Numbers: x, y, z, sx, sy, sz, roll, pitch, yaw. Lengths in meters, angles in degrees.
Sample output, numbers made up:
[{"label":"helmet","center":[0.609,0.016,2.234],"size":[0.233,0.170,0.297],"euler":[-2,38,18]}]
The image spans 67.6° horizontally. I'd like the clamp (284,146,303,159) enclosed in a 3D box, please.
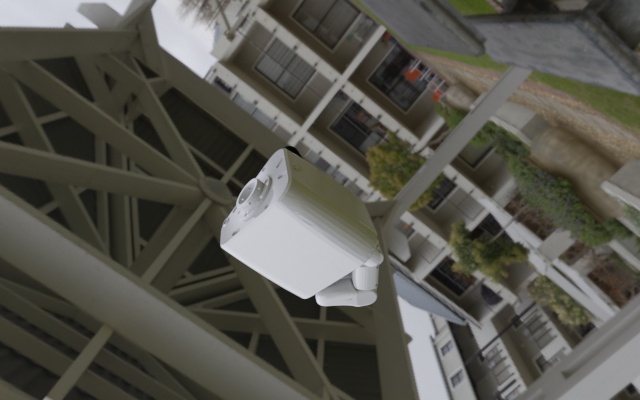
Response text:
[{"label":"clamp","center":[0.000,0.002,0.576],"size":[0.120,0.039,0.171],"euler":[37,16,-26]}]
